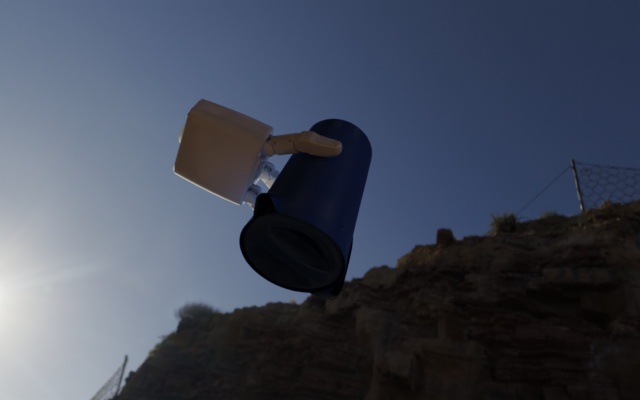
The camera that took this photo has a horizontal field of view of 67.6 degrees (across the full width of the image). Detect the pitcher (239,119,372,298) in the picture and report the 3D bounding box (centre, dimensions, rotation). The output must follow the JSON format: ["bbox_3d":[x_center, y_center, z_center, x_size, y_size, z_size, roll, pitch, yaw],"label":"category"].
[{"bbox_3d":[0.000,0.002,0.653,0.145,0.149,0.242,23,44,0],"label":"pitcher"}]
